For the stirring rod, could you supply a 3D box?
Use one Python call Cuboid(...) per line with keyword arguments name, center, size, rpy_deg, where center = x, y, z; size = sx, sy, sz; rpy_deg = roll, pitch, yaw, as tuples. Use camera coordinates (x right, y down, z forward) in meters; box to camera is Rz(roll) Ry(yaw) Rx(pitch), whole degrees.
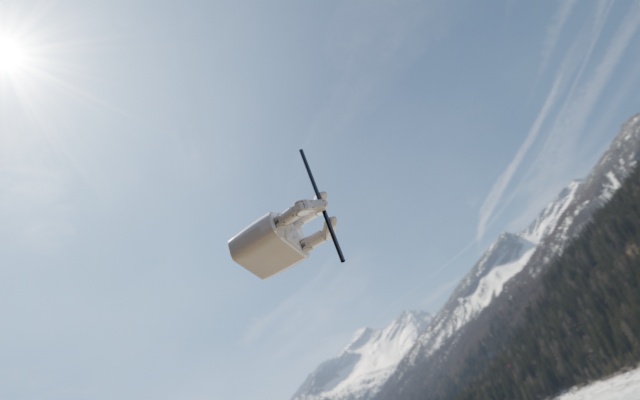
Cuboid(name="stirring rod", center=(0.000, 0.003, 0.846), size=(0.011, 0.239, 0.011), rpy_deg=(-16, -30, -9))
